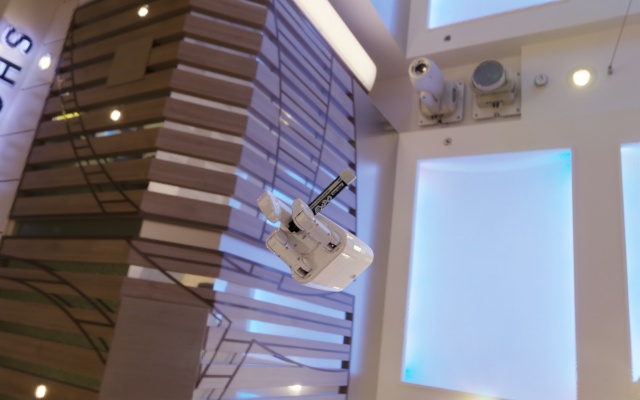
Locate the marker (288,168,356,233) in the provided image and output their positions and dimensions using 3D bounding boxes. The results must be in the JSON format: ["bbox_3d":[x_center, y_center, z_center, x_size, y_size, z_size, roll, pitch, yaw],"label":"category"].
[{"bbox_3d":[0.000,0.002,0.667,0.121,0.020,0.020,-43,-10,10],"label":"marker"}]
